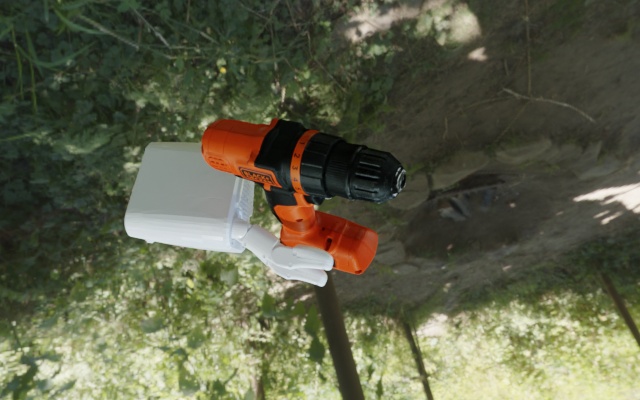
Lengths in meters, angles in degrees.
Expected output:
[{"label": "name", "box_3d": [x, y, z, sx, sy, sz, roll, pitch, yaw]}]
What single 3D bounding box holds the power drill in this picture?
[{"label": "power drill", "box_3d": [0.000, 0.002, 0.446, 0.184, 0.057, 0.188, 16, -27, 27]}]
